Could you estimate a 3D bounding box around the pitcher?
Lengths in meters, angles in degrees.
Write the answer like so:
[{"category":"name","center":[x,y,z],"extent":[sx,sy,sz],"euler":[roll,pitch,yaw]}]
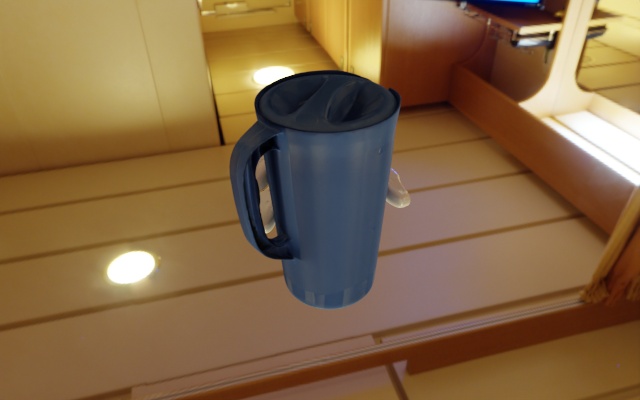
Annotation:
[{"category":"pitcher","center":[0.000,0.002,0.498],"extent":[0.149,0.243,0.145],"euler":[1,36,3]}]
